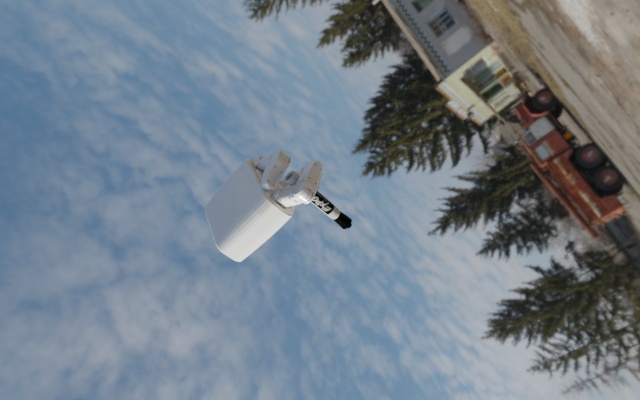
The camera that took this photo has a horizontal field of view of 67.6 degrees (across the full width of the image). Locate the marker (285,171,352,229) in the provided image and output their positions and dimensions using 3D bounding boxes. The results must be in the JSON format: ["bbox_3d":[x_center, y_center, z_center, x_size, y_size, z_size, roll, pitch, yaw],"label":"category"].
[{"bbox_3d":[0.000,0.002,0.656,0.121,0.020,0.020,40,-21,-27],"label":"marker"}]
